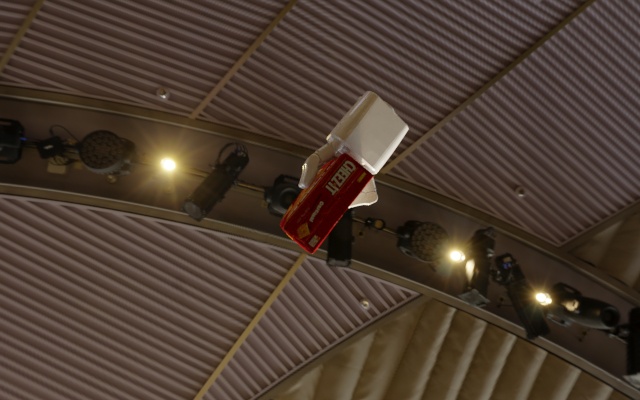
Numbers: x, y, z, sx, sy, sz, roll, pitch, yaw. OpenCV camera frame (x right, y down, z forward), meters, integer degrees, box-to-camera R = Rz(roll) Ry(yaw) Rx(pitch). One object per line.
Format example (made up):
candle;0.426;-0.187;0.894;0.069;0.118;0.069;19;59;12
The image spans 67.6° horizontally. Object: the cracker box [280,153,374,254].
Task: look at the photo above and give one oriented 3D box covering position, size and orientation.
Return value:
cracker box;0.000;0.003;0.863;0.072;0.164;0.213;38;-4;-5
